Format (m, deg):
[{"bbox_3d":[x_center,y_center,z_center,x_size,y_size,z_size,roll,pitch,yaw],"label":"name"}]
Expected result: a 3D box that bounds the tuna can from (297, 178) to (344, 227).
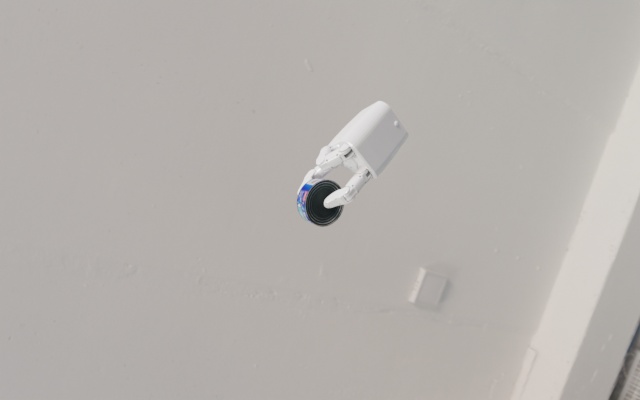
[{"bbox_3d":[0.000,0.003,0.871,0.086,0.086,0.033,0,9,-34],"label":"tuna can"}]
